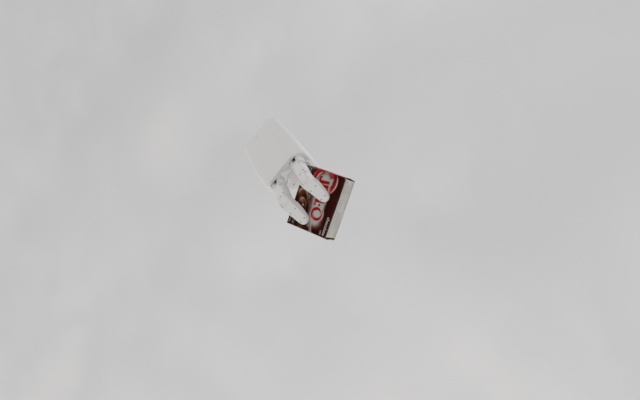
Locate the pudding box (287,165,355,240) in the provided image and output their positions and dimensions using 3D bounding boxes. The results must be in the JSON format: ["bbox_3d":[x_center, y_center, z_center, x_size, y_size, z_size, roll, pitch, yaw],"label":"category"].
[{"bbox_3d":[0.000,0.003,0.839,0.090,0.113,0.039,20,5,36],"label":"pudding box"}]
